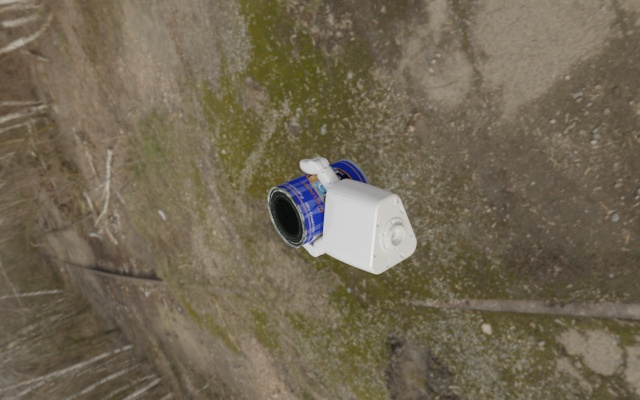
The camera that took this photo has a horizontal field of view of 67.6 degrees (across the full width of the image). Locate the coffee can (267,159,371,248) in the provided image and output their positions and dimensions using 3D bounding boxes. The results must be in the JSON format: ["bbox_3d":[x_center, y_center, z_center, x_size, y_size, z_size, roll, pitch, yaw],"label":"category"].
[{"bbox_3d":[0.000,0.002,0.775,0.140,0.103,0.103,-24,13,-31],"label":"coffee can"}]
